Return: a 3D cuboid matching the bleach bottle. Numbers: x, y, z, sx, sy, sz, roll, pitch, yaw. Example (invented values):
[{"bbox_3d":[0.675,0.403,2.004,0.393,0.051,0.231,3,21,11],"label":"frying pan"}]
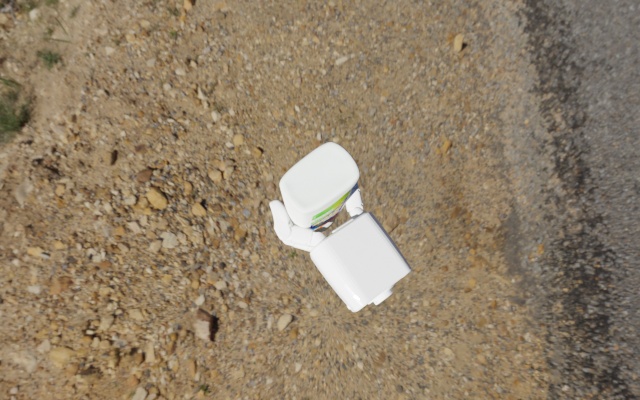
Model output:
[{"bbox_3d":[0.000,0.002,0.709,0.102,0.068,0.251,-37,-12,-7],"label":"bleach bottle"}]
